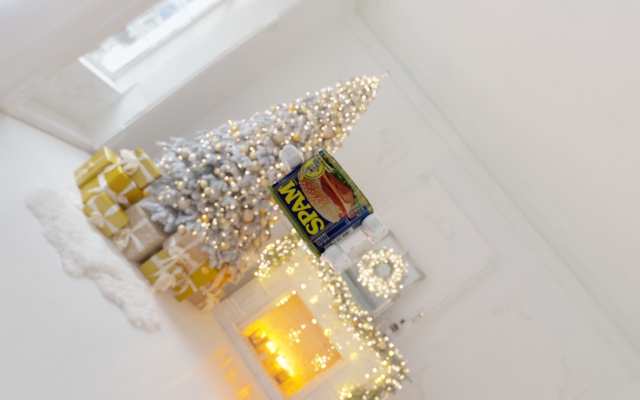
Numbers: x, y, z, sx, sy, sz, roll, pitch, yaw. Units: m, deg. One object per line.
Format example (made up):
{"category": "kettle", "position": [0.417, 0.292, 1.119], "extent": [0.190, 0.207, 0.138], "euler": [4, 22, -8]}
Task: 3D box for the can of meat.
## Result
{"category": "can of meat", "position": [0.000, 0.002, 0.552], "extent": [0.084, 0.102, 0.057], "euler": [-36, -19, -3]}
